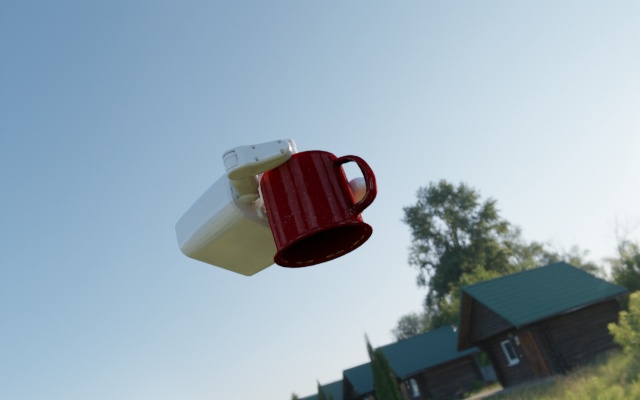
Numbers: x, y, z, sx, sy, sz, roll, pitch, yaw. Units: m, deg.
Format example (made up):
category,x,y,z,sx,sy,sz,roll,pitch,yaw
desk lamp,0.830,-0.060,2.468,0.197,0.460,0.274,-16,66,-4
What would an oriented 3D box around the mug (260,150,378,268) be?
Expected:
category,x,y,z,sx,sy,sz,roll,pitch,yaw
mug,0.001,0.001,0.436,0.117,0.081,0.093,-34,-28,31
